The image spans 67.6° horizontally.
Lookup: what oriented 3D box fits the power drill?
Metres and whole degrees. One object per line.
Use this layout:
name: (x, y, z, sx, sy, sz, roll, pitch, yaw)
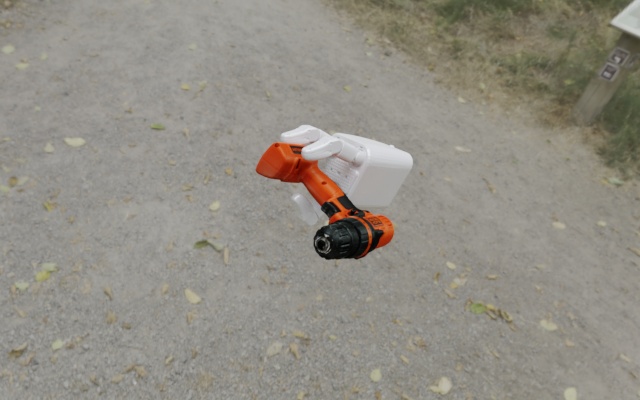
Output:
power drill: (0.000, 0.002, 0.633, 0.187, 0.057, 0.184, 46, 20, 20)
